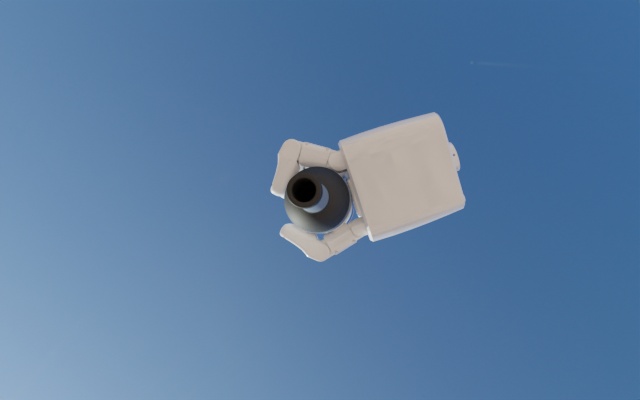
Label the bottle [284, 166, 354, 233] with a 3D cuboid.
[{"bbox_3d":[0.000,0.002,0.509,0.069,0.069,0.296,0,-4,5],"label":"bottle"}]
